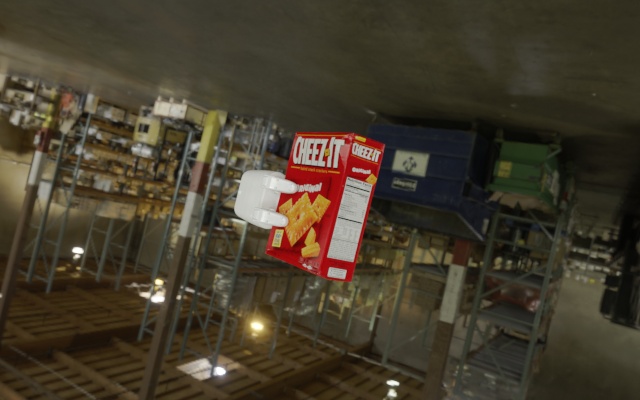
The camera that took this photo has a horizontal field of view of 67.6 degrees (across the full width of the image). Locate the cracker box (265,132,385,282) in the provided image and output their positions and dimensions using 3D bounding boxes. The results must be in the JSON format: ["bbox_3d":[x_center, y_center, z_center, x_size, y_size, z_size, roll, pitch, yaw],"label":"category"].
[{"bbox_3d":[0.000,0.003,0.751,0.072,0.213,0.164,14,-1,-35],"label":"cracker box"}]
